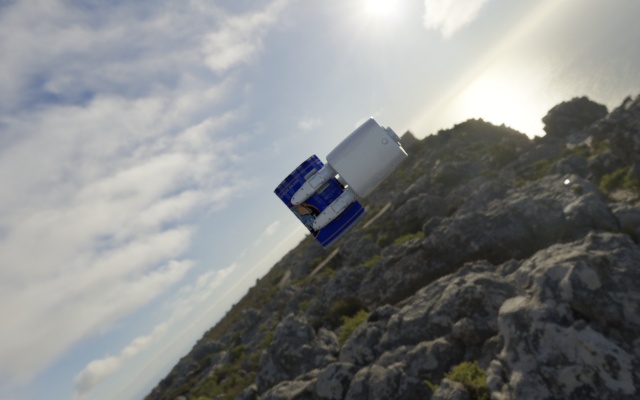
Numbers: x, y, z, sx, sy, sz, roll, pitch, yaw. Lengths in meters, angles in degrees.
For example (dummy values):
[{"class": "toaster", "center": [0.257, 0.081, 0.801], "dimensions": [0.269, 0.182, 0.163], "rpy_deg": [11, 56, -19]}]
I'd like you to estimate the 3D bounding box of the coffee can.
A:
[{"class": "coffee can", "center": [0.000, 0.003, 0.855], "dimensions": [0.103, 0.140, 0.103], "rpy_deg": [-42, -1, -1]}]
